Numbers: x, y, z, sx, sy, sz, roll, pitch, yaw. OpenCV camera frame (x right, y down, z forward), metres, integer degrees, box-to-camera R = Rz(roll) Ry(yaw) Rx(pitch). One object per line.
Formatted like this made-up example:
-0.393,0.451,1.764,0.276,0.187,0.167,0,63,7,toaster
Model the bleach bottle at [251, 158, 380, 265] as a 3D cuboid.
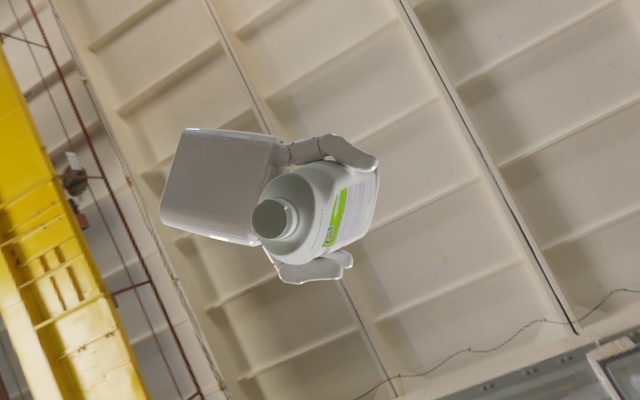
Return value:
0.000,0.002,0.462,0.068,0.102,0.251,10,5,16,bleach bottle
